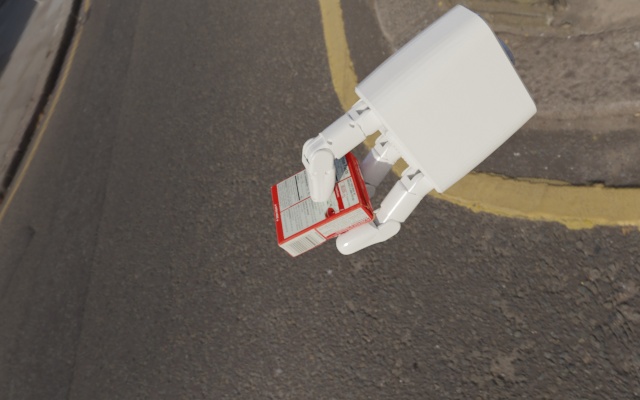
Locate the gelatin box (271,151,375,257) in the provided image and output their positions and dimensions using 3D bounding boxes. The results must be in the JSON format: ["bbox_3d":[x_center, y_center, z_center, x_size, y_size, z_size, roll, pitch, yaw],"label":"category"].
[{"bbox_3d":[0.000,0.001,0.446,0.089,0.073,0.030,-27,-42,16],"label":"gelatin box"}]
